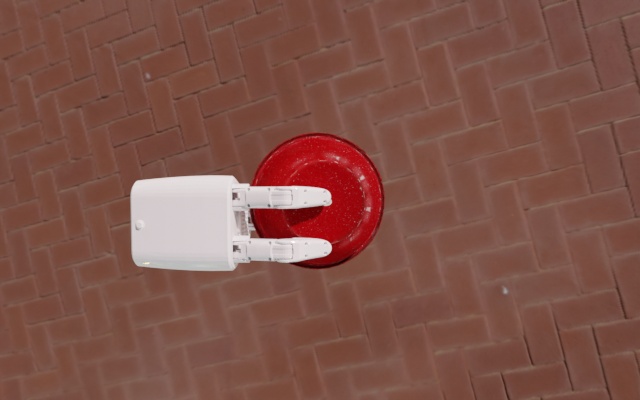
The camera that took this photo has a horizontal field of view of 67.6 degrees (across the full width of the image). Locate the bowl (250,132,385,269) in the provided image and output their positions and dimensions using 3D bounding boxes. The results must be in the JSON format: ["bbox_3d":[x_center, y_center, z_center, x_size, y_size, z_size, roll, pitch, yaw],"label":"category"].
[{"bbox_3d":[0.001,0.001,0.538,0.162,0.162,0.055,0,2,-7],"label":"bowl"}]
